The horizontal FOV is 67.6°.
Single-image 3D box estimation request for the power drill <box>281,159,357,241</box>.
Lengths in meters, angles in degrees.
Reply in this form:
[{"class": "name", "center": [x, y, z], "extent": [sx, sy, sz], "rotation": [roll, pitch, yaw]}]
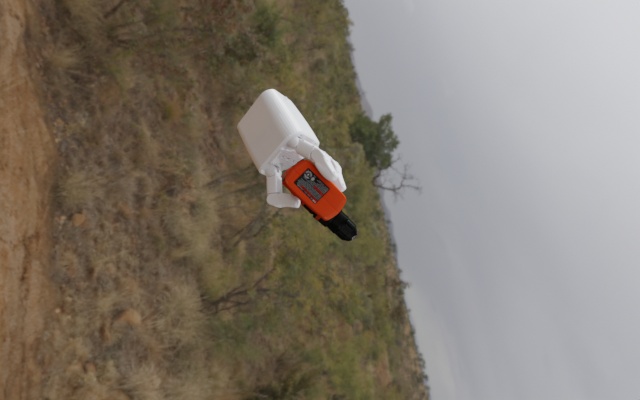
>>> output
[{"class": "power drill", "center": [0.000, 0.003, 0.853], "extent": [0.184, 0.057, 0.188], "rotation": [42, -6, 3]}]
